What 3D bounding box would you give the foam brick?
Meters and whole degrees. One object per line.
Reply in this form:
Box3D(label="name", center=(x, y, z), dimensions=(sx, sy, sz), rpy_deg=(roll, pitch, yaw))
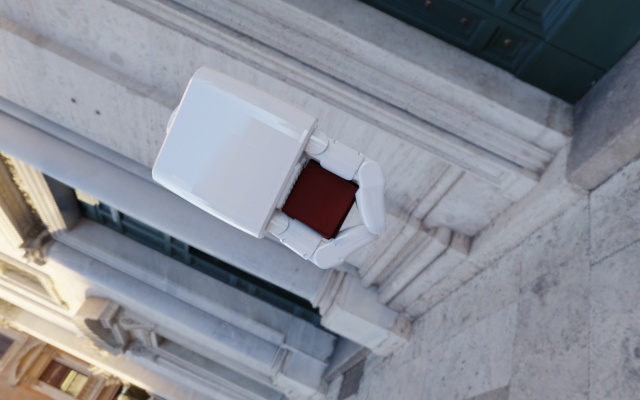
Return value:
Box3D(label="foam brick", center=(0.000, 0.002, 0.435), dimensions=(0.051, 0.053, 0.078), rpy_deg=(28, -7, 1))
